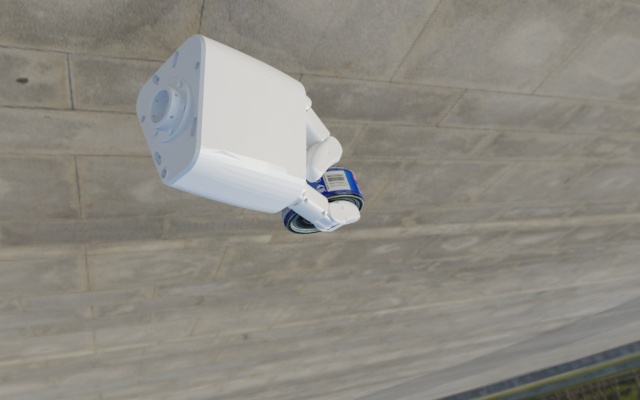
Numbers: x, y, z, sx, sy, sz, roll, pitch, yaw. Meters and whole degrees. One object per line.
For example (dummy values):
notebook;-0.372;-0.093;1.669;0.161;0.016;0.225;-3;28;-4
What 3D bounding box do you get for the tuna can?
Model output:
tuna can;0.000;0.002;0.489;0.086;0.033;0.086;-16;-24;-7
